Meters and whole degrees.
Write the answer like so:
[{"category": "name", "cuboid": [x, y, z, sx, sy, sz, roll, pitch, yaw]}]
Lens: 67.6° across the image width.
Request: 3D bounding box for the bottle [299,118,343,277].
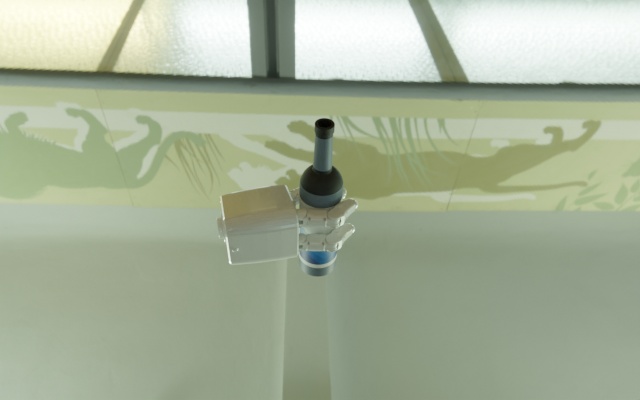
[{"category": "bottle", "cuboid": [0.000, 0.003, 0.745, 0.069, 0.296, 0.069, 2, 44, -2]}]
